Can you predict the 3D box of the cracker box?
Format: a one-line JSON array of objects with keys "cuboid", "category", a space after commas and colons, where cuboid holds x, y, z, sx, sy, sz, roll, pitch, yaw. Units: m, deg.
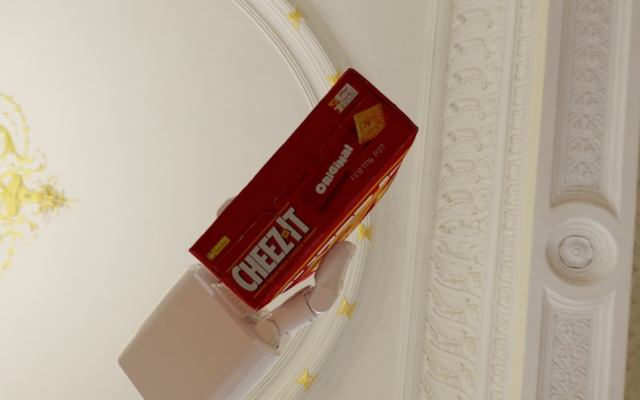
[{"cuboid": [0.000, 0.001, 0.413, 0.072, 0.164, 0.214, 41, 1, 6], "category": "cracker box"}]
